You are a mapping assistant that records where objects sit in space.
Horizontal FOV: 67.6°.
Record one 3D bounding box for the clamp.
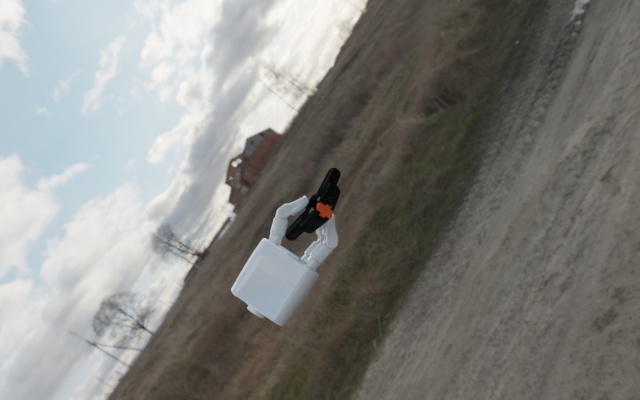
[{"bbox_3d":[-0.001,0.002,0.835,0.036,0.164,0.210,35,-8,-7],"label":"clamp"}]
